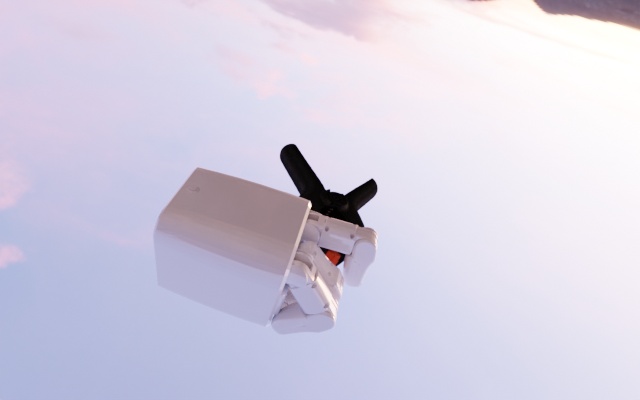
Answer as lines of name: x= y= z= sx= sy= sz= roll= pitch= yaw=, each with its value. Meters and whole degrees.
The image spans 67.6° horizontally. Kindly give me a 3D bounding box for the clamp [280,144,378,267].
clamp: x=0.000 y=0.002 z=0.489 sx=0.120 sy=0.039 sz=0.171 roll=22 pitch=31 yaw=-3
